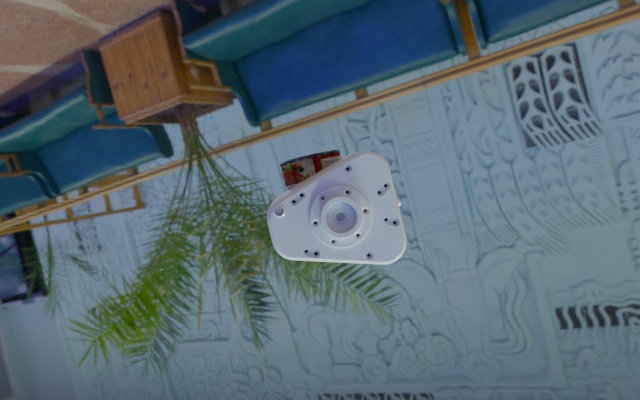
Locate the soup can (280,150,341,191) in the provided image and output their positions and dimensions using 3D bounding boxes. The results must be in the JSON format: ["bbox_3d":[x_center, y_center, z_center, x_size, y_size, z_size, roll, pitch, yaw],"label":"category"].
[{"bbox_3d":[0.000,0.002,0.526,0.068,0.102,0.068,-14,1,0],"label":"soup can"}]
